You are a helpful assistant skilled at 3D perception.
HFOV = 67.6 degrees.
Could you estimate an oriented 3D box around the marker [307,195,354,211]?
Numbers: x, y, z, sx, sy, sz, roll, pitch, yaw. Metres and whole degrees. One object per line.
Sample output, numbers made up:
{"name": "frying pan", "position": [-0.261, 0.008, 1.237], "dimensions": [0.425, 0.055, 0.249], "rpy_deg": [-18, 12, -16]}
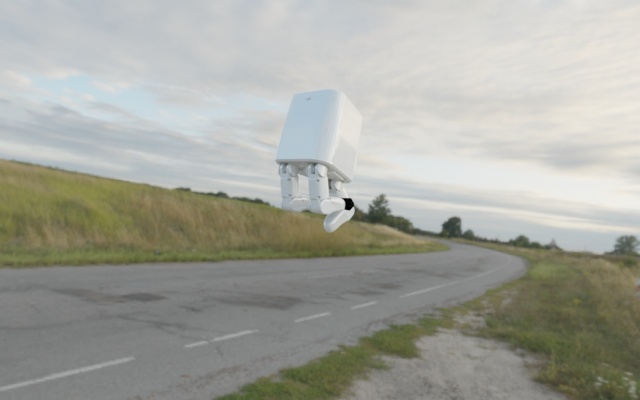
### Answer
{"name": "marker", "position": [0.000, 0.002, 0.721], "dimensions": [0.121, 0.020, 0.020], "rpy_deg": [4, 2, 41]}
